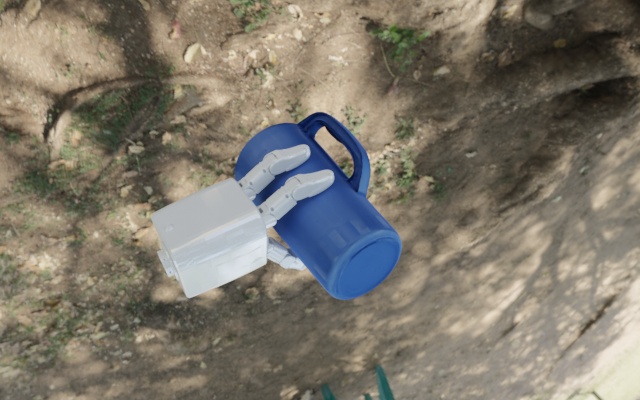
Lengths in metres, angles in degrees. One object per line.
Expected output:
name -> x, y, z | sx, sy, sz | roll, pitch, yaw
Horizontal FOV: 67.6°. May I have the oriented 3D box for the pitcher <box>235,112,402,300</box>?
pitcher -> 0.000, 0.002, 0.627 | 0.145, 0.149, 0.242 | -23, 47, -22
